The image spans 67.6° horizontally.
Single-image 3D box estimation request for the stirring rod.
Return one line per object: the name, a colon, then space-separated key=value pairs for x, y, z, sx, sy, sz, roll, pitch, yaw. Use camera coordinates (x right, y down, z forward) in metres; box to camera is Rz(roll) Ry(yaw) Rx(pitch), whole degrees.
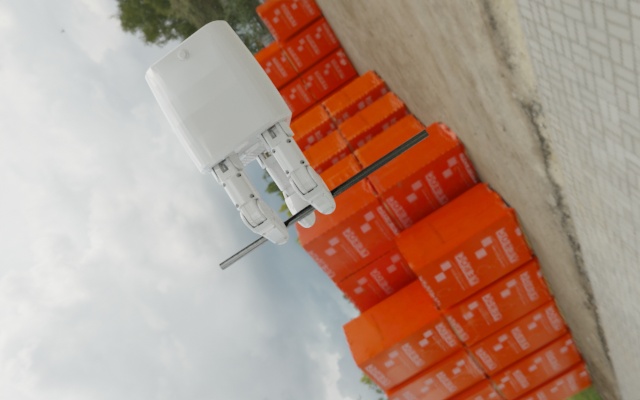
stirring rod: x=0.000 y=0.001 z=0.464 sx=0.239 sy=0.011 sz=0.011 roll=-33 pitch=-5 yaw=8
